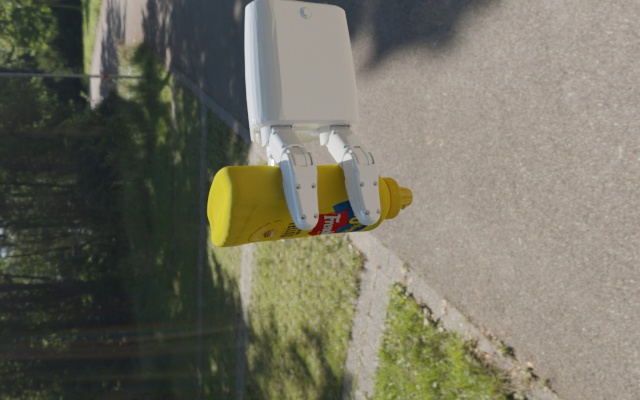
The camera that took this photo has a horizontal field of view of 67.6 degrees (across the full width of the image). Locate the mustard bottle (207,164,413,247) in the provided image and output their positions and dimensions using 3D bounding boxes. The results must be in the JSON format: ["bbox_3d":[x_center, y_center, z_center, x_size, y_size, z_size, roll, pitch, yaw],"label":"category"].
[{"bbox_3d":[0.000,0.002,0.435,0.191,0.058,0.096,-4,-25,-24],"label":"mustard bottle"}]
